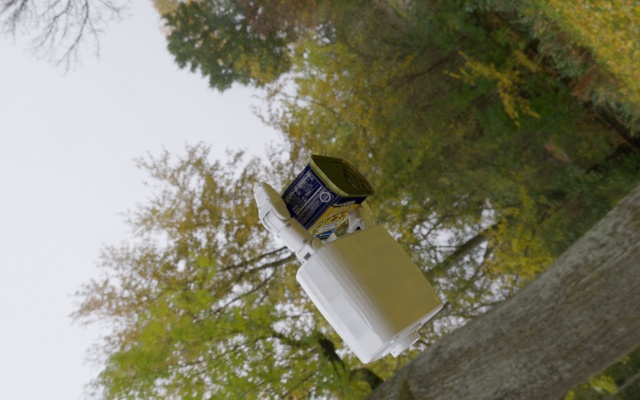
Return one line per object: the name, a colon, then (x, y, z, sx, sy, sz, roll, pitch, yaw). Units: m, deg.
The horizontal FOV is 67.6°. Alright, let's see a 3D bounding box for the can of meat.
can of meat: (0.000, 0.002, 0.520, 0.084, 0.057, 0.102, -48, -19, 20)
